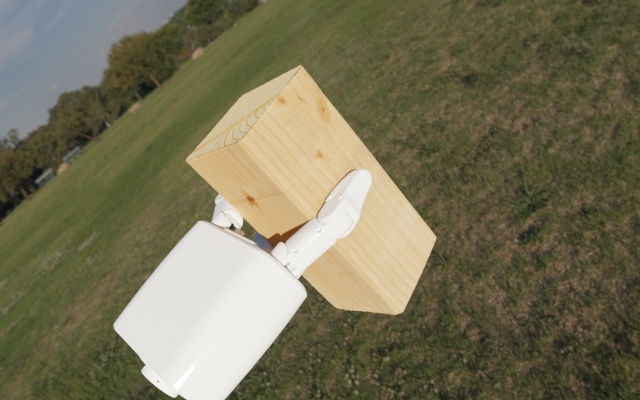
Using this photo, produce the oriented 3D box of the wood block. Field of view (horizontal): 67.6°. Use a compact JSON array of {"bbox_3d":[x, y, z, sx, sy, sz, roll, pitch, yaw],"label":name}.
[{"bbox_3d":[0.000,0.002,0.420,0.091,0.090,0.206,-9,-49,49],"label":"wood block"}]
